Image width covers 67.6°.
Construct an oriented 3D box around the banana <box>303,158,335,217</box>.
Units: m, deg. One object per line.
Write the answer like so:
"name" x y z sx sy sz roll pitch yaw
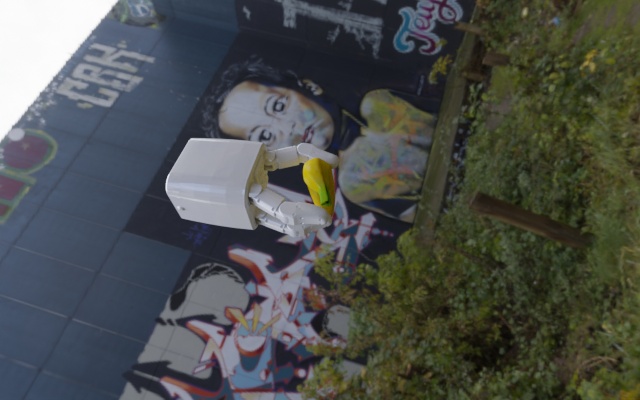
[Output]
"banana" -0.001 -0.017 0.631 0.037 0.069 0.198 -3 -6 3
